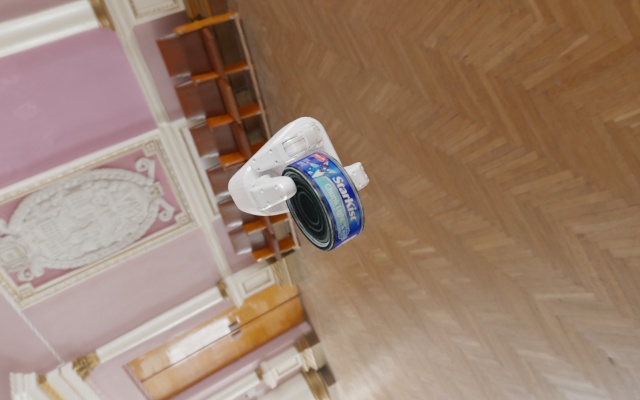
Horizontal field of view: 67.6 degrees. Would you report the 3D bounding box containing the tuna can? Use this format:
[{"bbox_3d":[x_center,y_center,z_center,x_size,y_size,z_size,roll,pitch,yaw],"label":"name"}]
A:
[{"bbox_3d":[0.000,0.002,0.426,0.033,0.086,0.086,-28,11,-23],"label":"tuna can"}]
